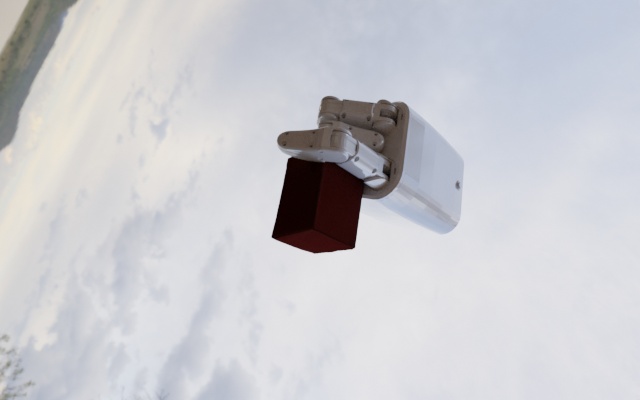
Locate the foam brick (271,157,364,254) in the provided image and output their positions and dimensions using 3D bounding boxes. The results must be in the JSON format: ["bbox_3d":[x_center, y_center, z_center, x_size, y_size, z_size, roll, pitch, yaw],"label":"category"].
[{"bbox_3d":[0.000,0.002,0.409,0.053,0.078,0.051,-13,-32,44],"label":"foam brick"}]
